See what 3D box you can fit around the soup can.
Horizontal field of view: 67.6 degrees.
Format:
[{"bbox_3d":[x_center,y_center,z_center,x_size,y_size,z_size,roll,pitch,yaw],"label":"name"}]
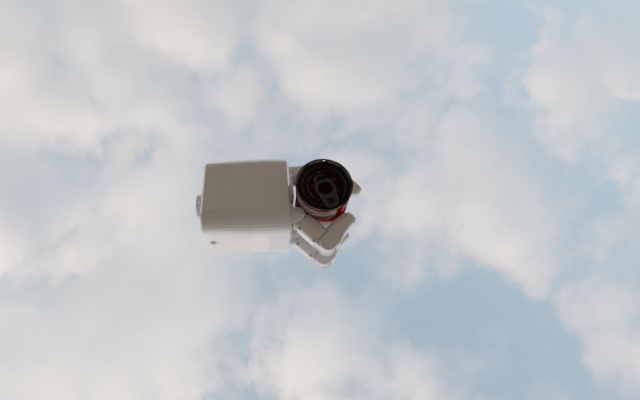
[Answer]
[{"bbox_3d":[0.001,0.002,0.601,0.068,0.068,0.102,0,-25,-6],"label":"soup can"}]
